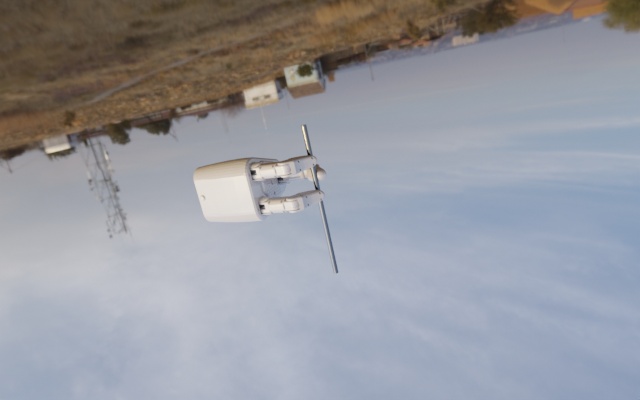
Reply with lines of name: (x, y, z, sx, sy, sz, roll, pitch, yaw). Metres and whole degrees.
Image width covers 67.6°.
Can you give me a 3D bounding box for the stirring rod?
stirring rod: (0.000, 0.002, 0.734, 0.011, 0.239, 0.011, -12, 15, 3)
